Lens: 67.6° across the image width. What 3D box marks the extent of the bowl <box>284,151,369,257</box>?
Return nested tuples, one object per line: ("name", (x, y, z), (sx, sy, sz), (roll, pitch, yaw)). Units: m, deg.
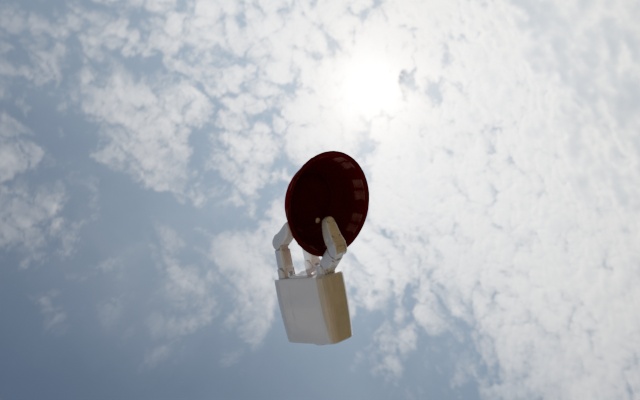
("bowl", (0.000, 0.001, 0.738), (0.162, 0.162, 0.055), (0, 8, -39))
